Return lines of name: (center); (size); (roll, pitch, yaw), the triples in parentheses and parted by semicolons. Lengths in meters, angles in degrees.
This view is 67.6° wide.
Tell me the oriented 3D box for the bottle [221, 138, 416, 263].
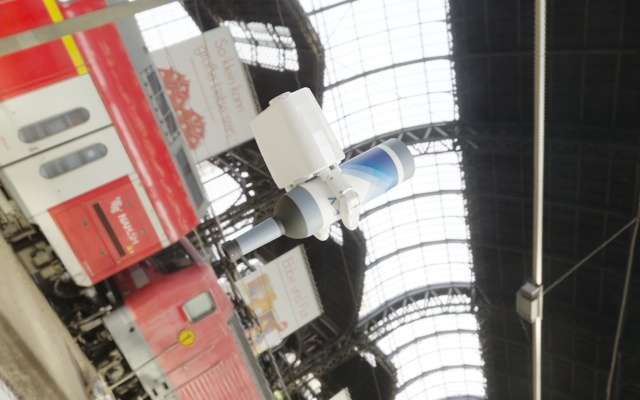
bottle: (0.000, 0.002, 0.659); (0.295, 0.069, 0.069); (-28, 12, -22)
